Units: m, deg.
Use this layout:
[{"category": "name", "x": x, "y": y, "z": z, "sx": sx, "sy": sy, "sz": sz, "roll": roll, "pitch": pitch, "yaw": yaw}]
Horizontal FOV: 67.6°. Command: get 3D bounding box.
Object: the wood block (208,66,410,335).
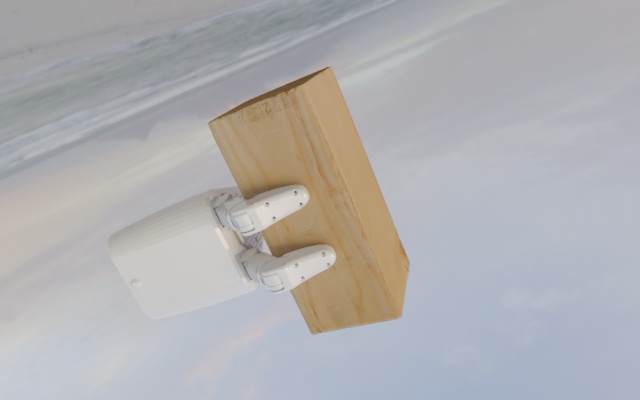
[{"category": "wood block", "x": 0.000, "y": 0.001, "z": 0.421, "sx": 0.090, "sy": 0.206, "sz": 0.090, "roll": -17, "pitch": 19, "yaw": 21}]
